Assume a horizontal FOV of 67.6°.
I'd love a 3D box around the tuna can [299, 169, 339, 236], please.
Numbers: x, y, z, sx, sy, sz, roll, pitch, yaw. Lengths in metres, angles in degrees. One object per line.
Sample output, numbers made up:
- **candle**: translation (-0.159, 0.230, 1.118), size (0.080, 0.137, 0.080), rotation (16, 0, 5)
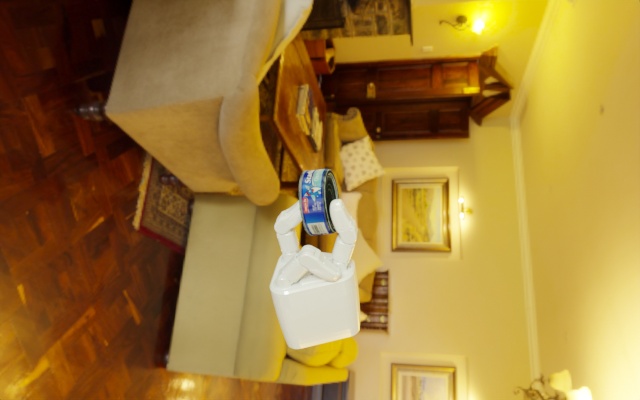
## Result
- **tuna can**: translation (0.001, 0.002, 0.620), size (0.034, 0.086, 0.086), rotation (-5, -1, 14)
